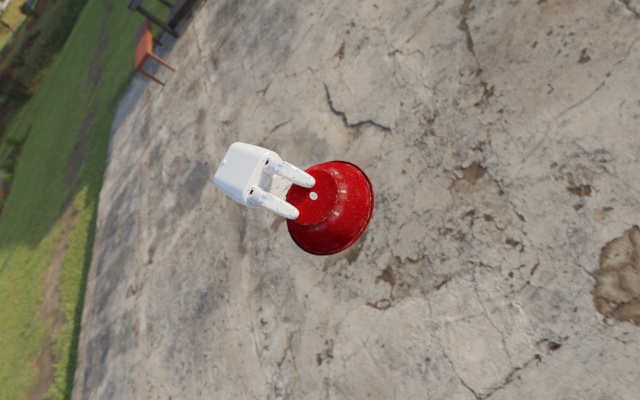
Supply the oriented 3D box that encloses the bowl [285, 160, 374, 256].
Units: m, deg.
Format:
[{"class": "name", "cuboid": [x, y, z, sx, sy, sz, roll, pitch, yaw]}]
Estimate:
[{"class": "bowl", "cuboid": [0.001, 0.002, 0.746, 0.162, 0.162, 0.055, 0, -18, 31]}]
